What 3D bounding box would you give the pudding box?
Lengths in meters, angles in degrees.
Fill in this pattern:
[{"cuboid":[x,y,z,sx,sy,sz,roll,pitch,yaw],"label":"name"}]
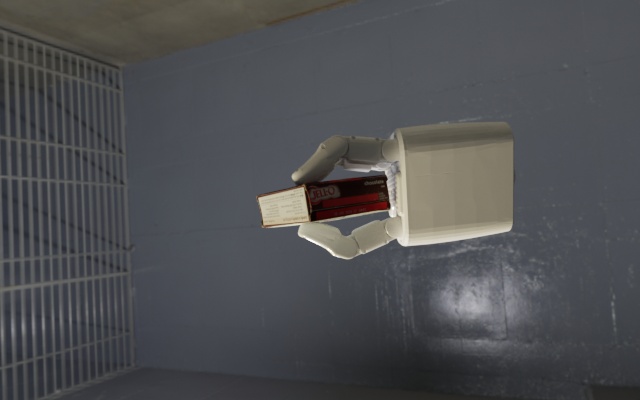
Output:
[{"cuboid":[0.000,0.002,0.471,0.090,0.039,0.113,-7,-4,-30],"label":"pudding box"}]
